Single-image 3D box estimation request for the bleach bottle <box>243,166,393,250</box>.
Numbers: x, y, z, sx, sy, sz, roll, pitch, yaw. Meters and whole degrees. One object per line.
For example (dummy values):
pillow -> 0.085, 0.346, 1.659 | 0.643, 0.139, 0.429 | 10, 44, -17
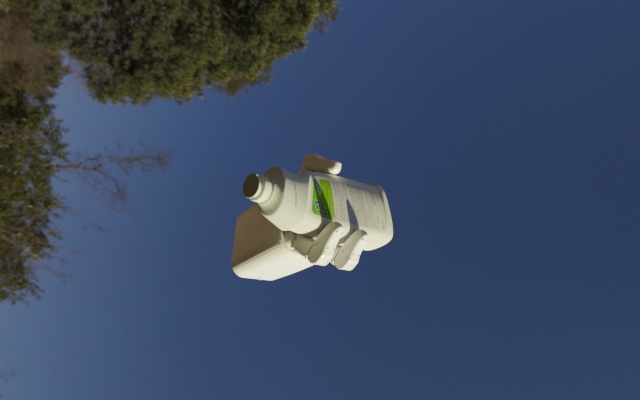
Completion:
bleach bottle -> 0.000, 0.002, 0.635 | 0.068, 0.102, 0.251 | -28, -29, 32
